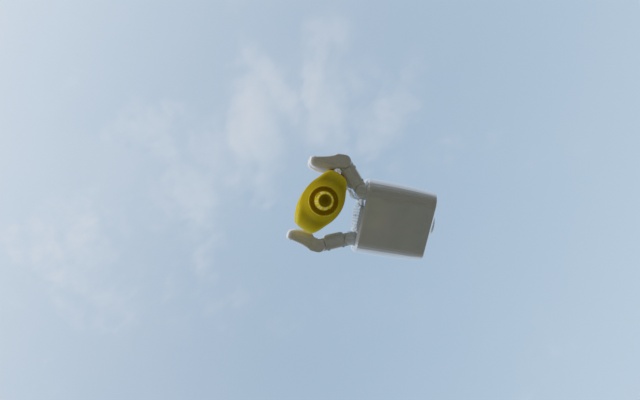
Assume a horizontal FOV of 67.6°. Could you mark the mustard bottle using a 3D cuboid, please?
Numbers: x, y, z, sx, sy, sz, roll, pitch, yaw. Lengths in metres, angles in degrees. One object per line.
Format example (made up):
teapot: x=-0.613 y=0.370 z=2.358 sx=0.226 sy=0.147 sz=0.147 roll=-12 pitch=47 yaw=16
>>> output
mustard bottle: x=0.000 y=0.002 z=0.700 sx=0.058 sy=0.096 sz=0.191 roll=34 pitch=-3 yaw=-3
